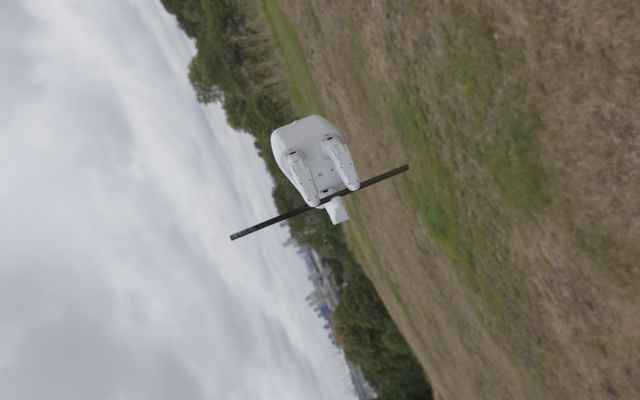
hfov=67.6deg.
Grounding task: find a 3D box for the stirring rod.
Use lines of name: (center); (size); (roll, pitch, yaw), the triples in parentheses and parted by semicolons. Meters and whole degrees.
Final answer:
stirring rod: (0.000, 0.002, 0.599); (0.239, 0.011, 0.011); (-22, 2, -4)
